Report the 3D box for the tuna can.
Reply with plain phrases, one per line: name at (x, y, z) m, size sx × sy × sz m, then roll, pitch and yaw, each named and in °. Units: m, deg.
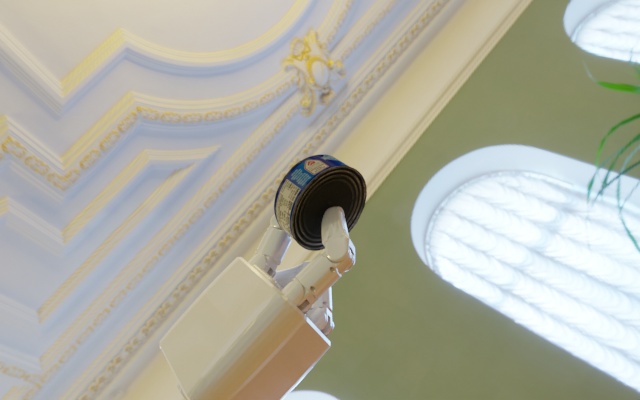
tuna can at (0.000, 0.001, 0.443) m, size 0.086 × 0.086 × 0.033 m, roll 0°, pitch 26°, yaw -42°
